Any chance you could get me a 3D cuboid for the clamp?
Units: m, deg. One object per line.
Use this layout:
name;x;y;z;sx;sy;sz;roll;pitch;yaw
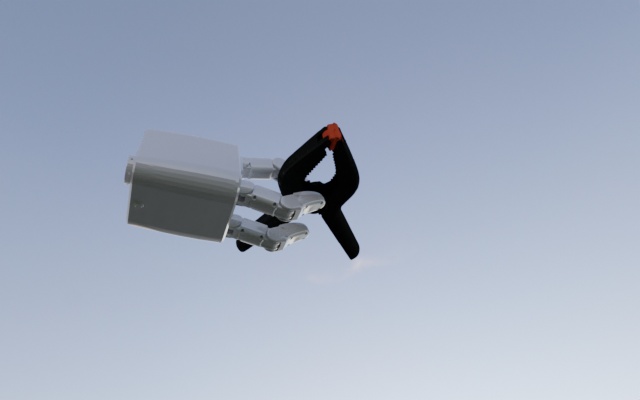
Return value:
clamp;0.000;0.001;0.576;0.164;0.036;0.210;10;-48;-18
